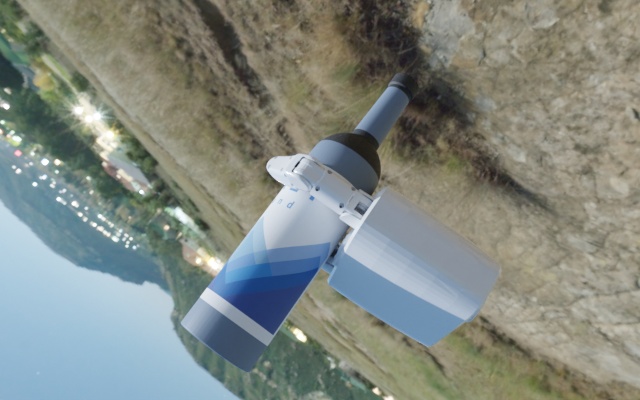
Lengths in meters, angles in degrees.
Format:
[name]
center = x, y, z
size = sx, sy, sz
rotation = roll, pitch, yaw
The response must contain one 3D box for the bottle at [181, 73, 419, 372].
[bottle]
center = 0.000, 0.002, 0.416
size = 0.069, 0.295, 0.069
rotation = 33, -17, 11
